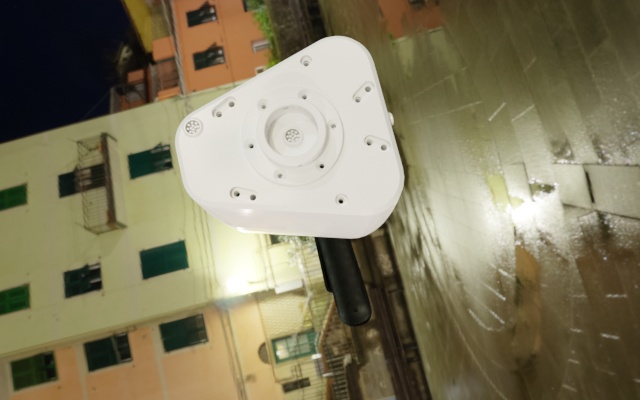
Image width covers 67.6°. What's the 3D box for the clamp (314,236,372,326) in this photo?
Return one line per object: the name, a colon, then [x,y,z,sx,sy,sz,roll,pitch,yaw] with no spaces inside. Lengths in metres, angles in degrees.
clamp: [-0.001,0.001,0.434,0.036,0.210,0.164,-14,-8,-5]
